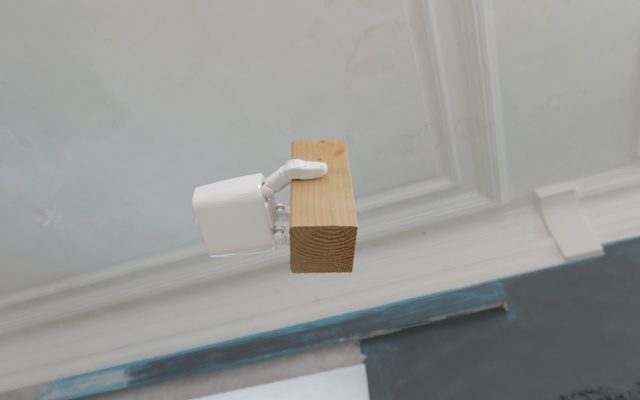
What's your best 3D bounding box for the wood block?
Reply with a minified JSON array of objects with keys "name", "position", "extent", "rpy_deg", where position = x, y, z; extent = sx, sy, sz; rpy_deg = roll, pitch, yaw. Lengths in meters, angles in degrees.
[{"name":"wood block","position":[0.000,0.002,0.717],"extent":[0.090,0.091,0.206],"rpy_deg":[0,40,-2]}]
